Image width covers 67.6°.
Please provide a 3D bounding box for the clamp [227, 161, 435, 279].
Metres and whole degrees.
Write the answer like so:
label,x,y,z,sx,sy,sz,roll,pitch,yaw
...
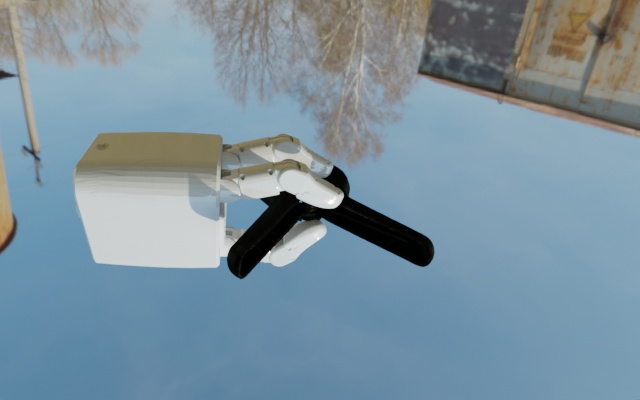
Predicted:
label,x,y,z,sx,sy,sz,roll,pitch,yaw
clamp,0.000,0.002,0.440,0.164,0.036,0.209,3,29,-11
